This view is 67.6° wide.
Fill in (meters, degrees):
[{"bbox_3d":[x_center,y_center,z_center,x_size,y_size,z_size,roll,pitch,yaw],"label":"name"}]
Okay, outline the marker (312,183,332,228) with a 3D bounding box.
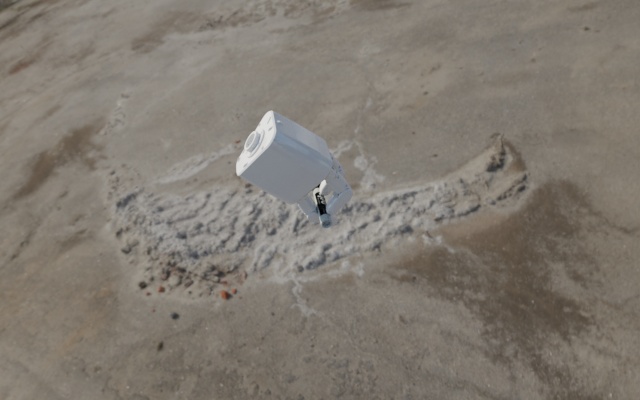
[{"bbox_3d":[0.000,0.003,0.819,0.020,0.020,0.121,0,36,-12],"label":"marker"}]
